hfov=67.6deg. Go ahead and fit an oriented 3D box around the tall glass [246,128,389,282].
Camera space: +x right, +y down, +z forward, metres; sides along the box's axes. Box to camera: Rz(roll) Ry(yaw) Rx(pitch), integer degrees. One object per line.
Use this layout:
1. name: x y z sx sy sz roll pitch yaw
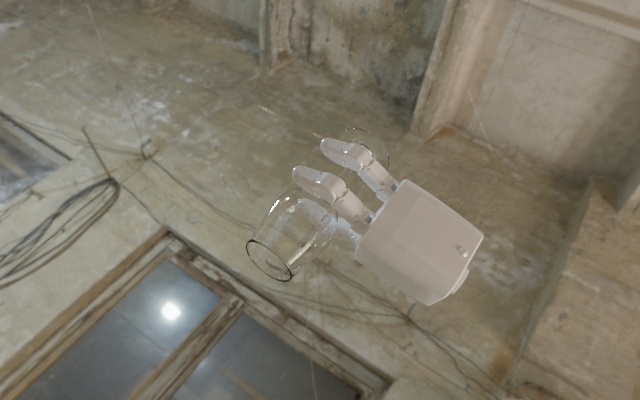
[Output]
1. tall glass: 0.000 0.001 0.558 0.079 0.079 0.201 0 40 47
